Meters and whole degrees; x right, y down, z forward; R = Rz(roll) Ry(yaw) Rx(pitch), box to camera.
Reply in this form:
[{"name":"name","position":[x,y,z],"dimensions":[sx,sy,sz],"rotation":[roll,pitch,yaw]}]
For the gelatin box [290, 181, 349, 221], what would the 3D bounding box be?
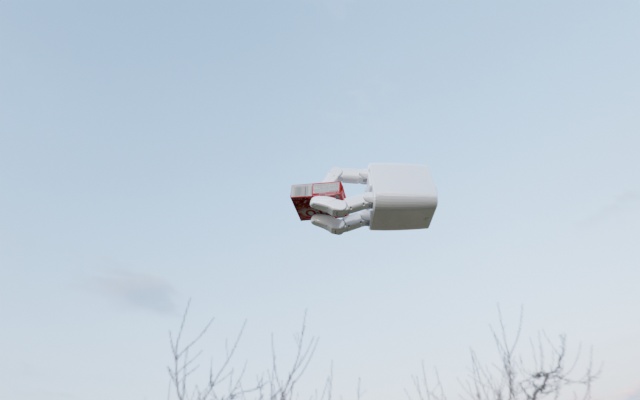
[{"name":"gelatin box","position":[0.000,0.002,0.817],"dimensions":[0.089,0.030,0.073],"rotation":[-4,-35,12]}]
